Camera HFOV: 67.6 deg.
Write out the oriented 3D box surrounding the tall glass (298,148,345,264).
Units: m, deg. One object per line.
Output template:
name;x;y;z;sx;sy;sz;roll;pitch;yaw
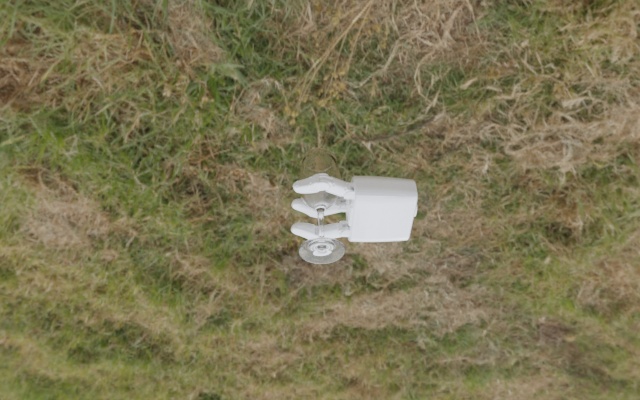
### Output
tall glass;0.000;0.003;0.811;0.079;0.200;0.079;-1;-39;-1
